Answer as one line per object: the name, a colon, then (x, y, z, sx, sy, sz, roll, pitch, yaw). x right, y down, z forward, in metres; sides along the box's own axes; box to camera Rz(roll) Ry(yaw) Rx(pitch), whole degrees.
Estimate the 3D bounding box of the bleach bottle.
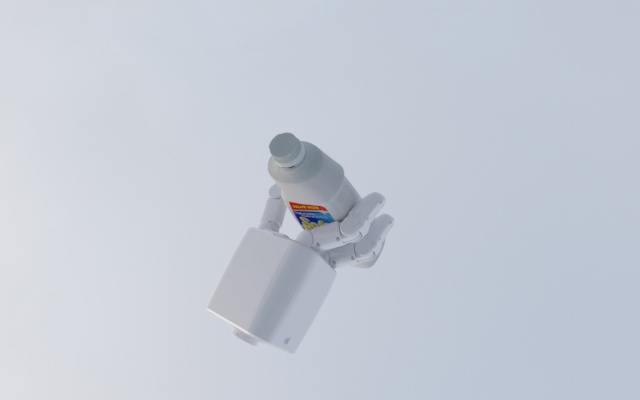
bleach bottle: (0.000, 0.002, 0.548, 0.102, 0.068, 0.251, 17, -19, 28)
